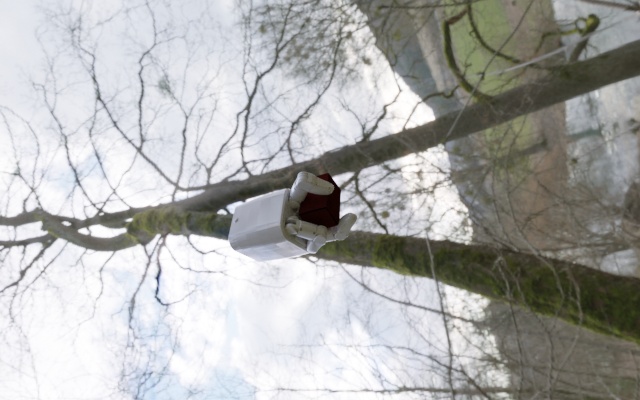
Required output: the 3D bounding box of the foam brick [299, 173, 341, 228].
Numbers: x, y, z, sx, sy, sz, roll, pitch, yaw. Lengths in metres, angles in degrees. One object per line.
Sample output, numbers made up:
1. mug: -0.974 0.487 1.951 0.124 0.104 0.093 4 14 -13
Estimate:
1. foam brick: 0.000 0.002 0.800 0.051 0.078 0.053 -16 -45 22
